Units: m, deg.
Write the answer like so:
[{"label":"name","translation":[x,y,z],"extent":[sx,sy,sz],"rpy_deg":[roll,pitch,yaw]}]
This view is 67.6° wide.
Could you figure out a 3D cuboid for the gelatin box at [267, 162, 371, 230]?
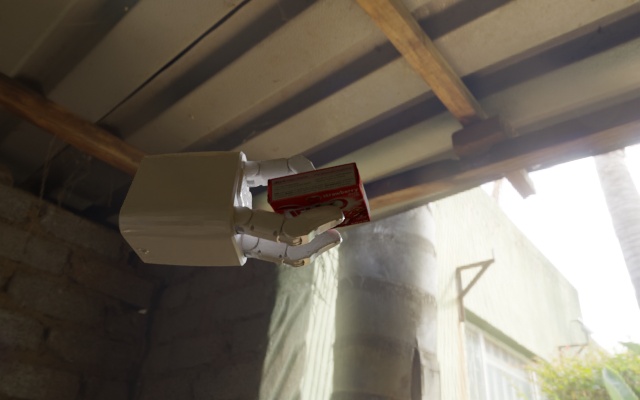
[{"label":"gelatin box","translation":[0.000,0.001,0.472],"extent":[0.089,0.030,0.073],"rpy_deg":[-11,-32,9]}]
